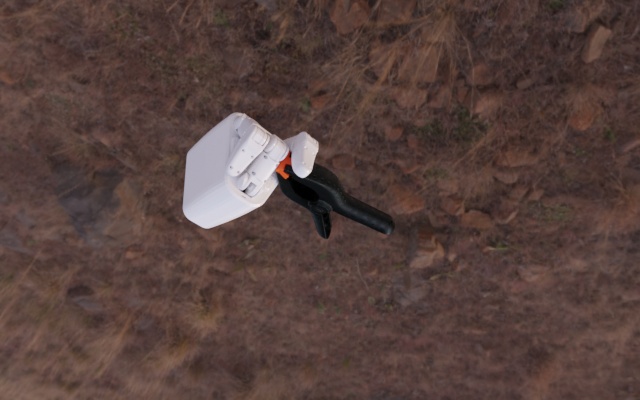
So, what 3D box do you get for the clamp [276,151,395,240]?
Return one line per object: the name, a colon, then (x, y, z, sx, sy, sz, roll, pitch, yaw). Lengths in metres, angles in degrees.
clamp: (0.000, 0.002, 0.604, 0.171, 0.039, 0.120, 39, -40, -28)
